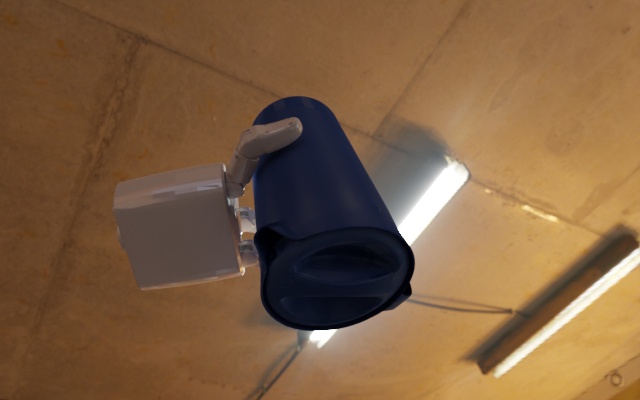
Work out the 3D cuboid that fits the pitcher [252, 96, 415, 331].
[{"bbox_3d":[0.000,0.002,0.489,0.145,0.149,0.242,-11,42,-6],"label":"pitcher"}]
